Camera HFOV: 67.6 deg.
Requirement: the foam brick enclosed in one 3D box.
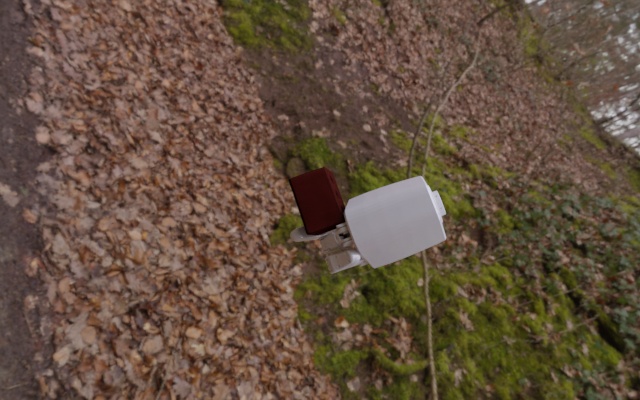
[{"bbox_3d":[0.000,0.002,0.629,0.051,0.078,0.053,-22,-10,13],"label":"foam brick"}]
